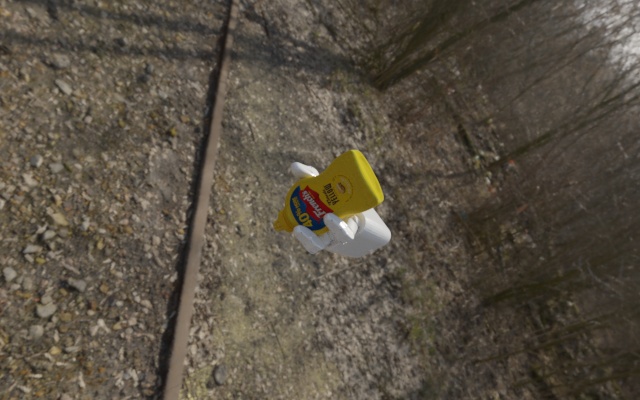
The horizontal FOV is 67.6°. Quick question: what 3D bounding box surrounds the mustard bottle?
[{"bbox_3d":[0.000,0.002,0.776,0.192,0.096,0.058,-30,-5,25],"label":"mustard bottle"}]
